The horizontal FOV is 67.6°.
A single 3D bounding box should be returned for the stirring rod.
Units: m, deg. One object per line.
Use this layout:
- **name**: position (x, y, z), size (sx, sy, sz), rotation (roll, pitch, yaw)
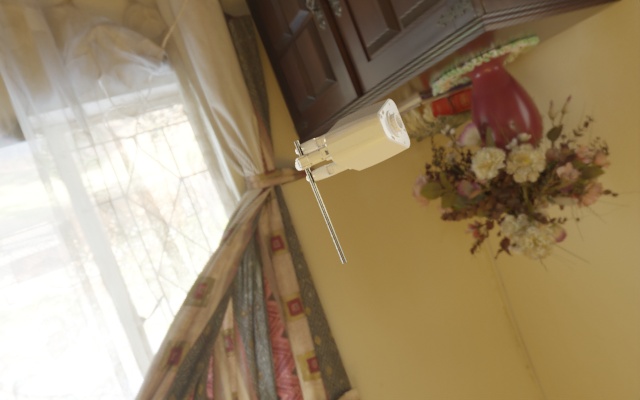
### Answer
- **stirring rod**: position (0.000, 0.003, 0.878), size (0.011, 0.239, 0.011), rotation (-22, 1, 0)
